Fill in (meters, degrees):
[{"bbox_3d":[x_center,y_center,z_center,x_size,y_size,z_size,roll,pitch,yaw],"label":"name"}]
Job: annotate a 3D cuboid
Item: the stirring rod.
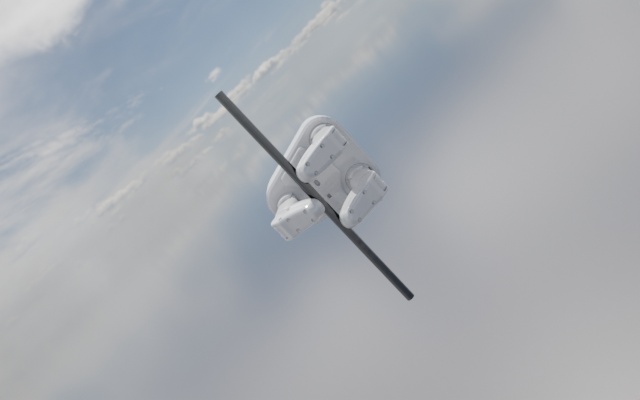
[{"bbox_3d":[0.000,0.001,0.402,0.011,0.239,0.011,-41,13,11],"label":"stirring rod"}]
